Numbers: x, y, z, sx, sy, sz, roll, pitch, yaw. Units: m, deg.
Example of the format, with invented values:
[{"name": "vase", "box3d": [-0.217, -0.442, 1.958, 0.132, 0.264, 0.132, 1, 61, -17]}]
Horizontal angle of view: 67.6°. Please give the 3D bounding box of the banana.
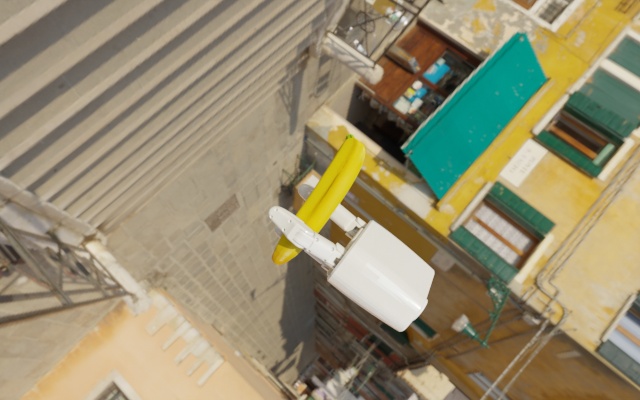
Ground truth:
[{"name": "banana", "box3d": [0.005, -0.004, 0.584, 0.037, 0.197, 0.069, 34, -13, -3]}]
